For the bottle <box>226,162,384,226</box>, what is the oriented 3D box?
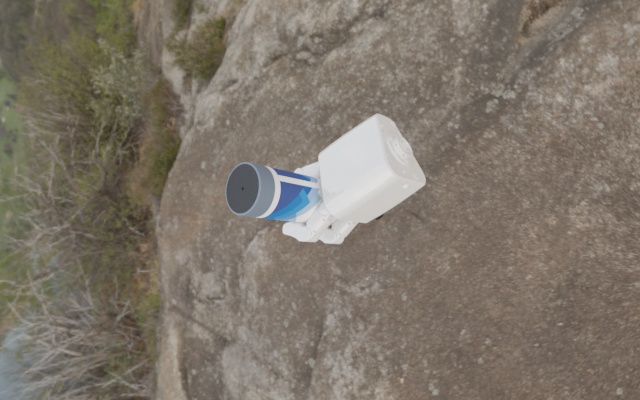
[{"bbox_3d":[0.000,0.002,0.695,0.069,0.069,0.296,0,-7,41],"label":"bottle"}]
